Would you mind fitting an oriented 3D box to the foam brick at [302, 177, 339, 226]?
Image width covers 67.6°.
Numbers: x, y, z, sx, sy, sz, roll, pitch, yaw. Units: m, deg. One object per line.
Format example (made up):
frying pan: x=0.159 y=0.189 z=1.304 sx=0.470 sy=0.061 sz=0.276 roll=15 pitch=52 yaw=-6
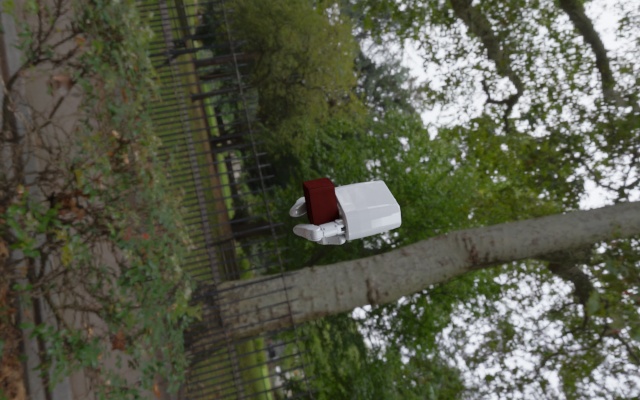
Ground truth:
foam brick: x=0.000 y=0.003 z=0.884 sx=0.051 sy=0.078 sz=0.053 roll=-12 pitch=21 yaw=-9
